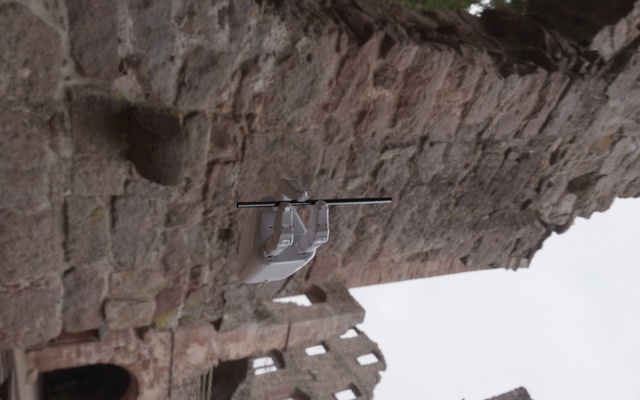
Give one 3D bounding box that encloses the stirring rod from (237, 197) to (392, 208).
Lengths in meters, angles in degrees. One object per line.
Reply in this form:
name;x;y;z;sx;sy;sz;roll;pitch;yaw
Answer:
stirring rod;0.000;0.002;0.665;0.239;0.011;0.011;-2;1;-28
